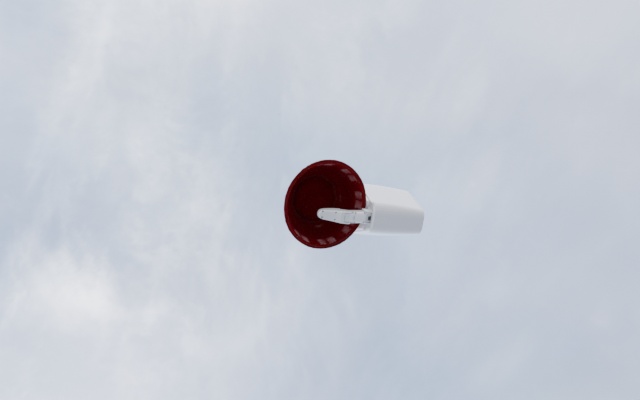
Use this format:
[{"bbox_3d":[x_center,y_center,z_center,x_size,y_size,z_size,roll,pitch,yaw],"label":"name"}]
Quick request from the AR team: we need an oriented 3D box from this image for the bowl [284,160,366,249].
[{"bbox_3d":[-0.001,0.002,0.863,0.162,0.162,0.055,0,12,-26],"label":"bowl"}]
